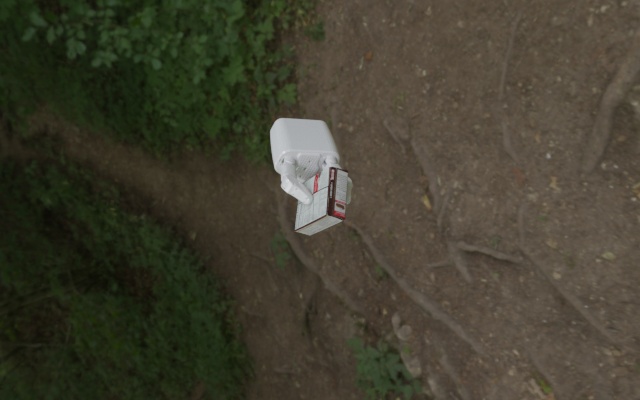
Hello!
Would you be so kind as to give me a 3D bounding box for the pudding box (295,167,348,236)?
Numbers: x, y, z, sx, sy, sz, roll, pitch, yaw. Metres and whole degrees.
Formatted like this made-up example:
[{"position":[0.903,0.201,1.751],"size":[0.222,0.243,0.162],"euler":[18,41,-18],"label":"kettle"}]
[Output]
[{"position":[0.000,0.003,0.805],"size":[0.039,0.090,0.113],"euler":[15,-23,-26],"label":"pudding box"}]
